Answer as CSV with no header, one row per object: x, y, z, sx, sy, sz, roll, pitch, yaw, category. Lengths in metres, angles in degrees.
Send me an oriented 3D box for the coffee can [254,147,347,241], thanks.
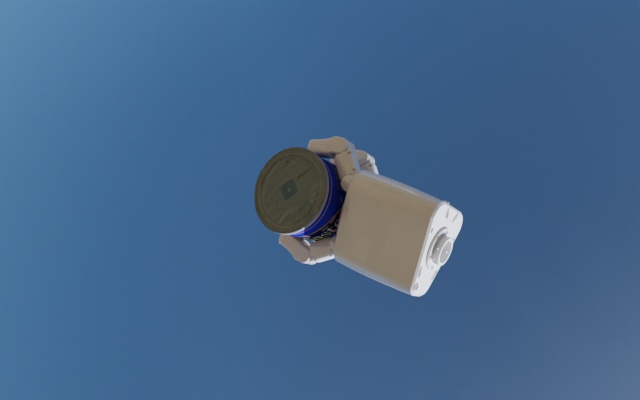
0.000,0.002,0.603,0.103,0.103,0.140,0,-12,33,coffee can
